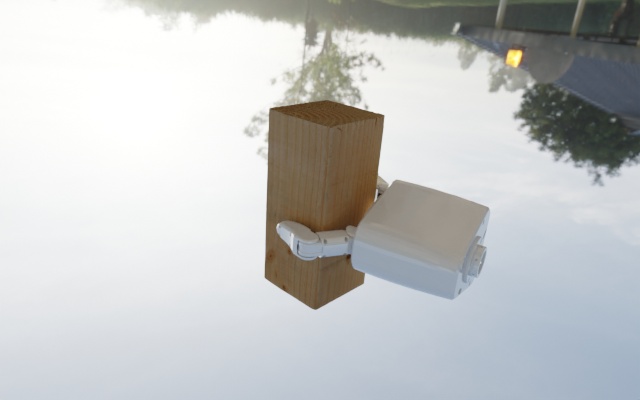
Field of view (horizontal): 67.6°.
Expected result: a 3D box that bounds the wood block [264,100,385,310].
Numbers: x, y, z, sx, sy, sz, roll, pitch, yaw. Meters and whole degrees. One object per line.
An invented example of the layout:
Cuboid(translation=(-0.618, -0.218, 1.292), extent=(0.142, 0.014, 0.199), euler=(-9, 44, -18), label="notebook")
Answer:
Cuboid(translation=(0.000, 0.002, 0.534), extent=(0.090, 0.206, 0.091), euler=(24, 30, 39), label="wood block")
